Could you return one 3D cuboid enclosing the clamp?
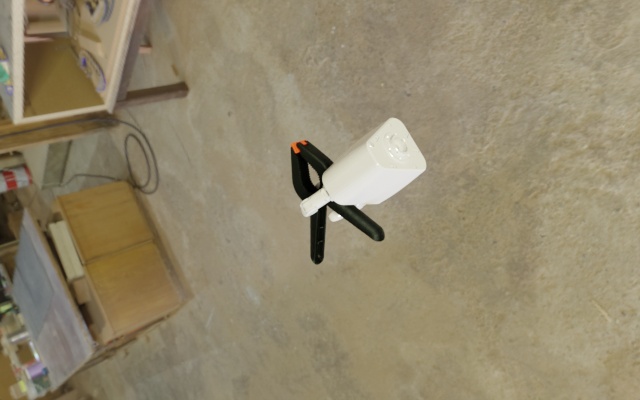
[{"bbox_3d":[-0.001,0.002,0.790,0.036,0.210,0.165,-21,-11,-46],"label":"clamp"}]
